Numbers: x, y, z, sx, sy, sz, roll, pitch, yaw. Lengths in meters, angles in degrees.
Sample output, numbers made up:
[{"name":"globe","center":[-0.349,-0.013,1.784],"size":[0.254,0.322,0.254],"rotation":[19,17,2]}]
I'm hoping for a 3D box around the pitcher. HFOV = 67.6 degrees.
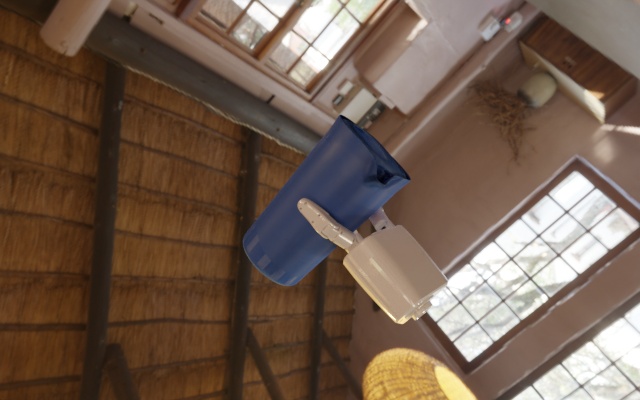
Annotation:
[{"name":"pitcher","center":[0.000,0.002,0.696],"size":[0.243,0.145,0.149],"rotation":[-47,-19,16]}]
